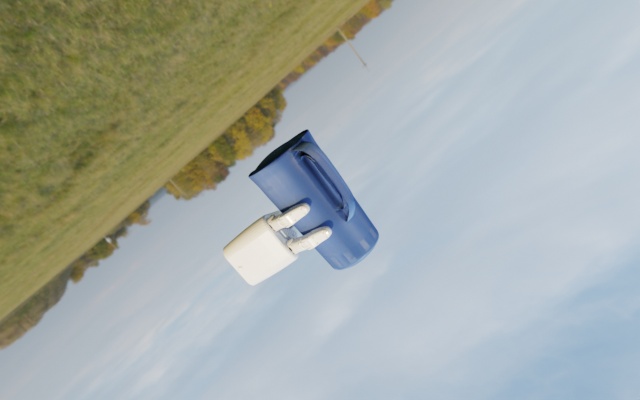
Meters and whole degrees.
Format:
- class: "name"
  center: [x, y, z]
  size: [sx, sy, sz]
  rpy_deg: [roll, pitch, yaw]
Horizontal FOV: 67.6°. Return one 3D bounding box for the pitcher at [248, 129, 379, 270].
- class: "pitcher"
  center: [0.000, 0.003, 0.845]
  size: [0.145, 0.243, 0.149]
  rpy_deg: [-35, 13, 15]
